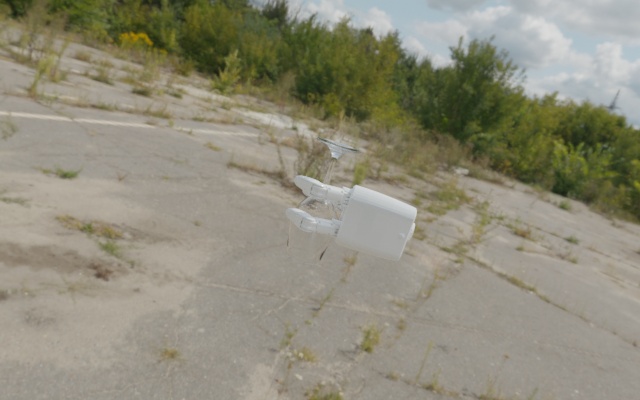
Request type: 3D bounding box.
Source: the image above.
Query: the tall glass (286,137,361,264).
[{"bbox_3d":[0.000,0.002,0.791,0.079,0.201,0.079,17,13,-4],"label":"tall glass"}]
